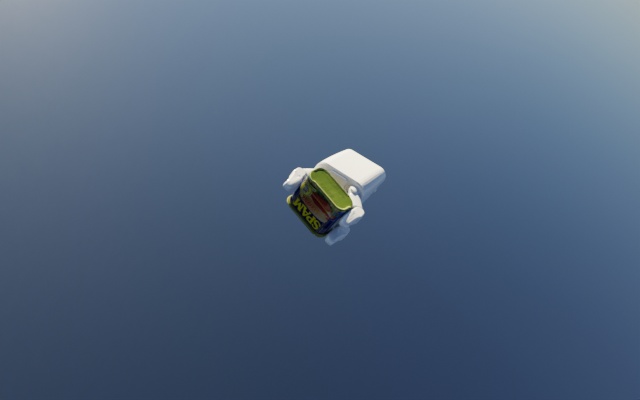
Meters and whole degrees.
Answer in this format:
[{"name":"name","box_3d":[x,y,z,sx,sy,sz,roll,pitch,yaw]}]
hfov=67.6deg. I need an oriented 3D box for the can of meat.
[{"name":"can of meat","box_3d":[0.000,0.003,0.875,0.057,0.102,0.084,-29,-16,-49]}]
